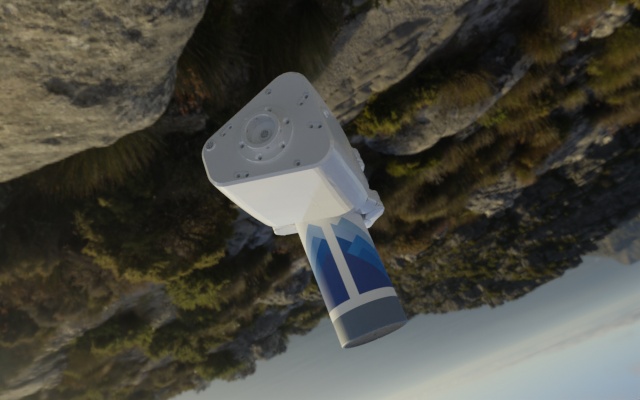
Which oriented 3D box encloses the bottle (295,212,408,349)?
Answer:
[{"bbox_3d":[0.000,0.002,0.505,0.069,0.295,0.069,-18,-25,-9],"label":"bottle"}]
